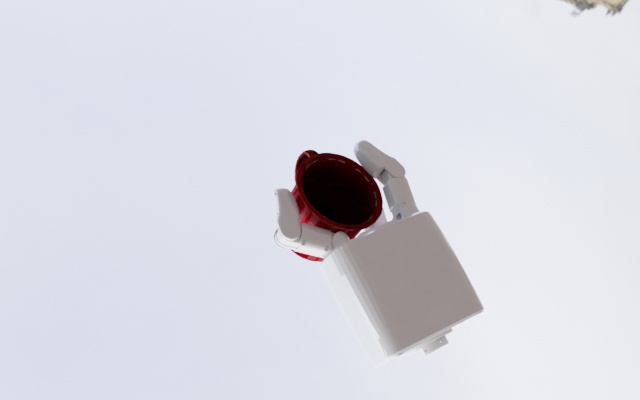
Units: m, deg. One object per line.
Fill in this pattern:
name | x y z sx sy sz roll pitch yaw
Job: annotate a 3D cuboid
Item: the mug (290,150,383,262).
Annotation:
mug | -0.001 0.001 0.502 0.093 0.117 0.081 -11 -29 -33
